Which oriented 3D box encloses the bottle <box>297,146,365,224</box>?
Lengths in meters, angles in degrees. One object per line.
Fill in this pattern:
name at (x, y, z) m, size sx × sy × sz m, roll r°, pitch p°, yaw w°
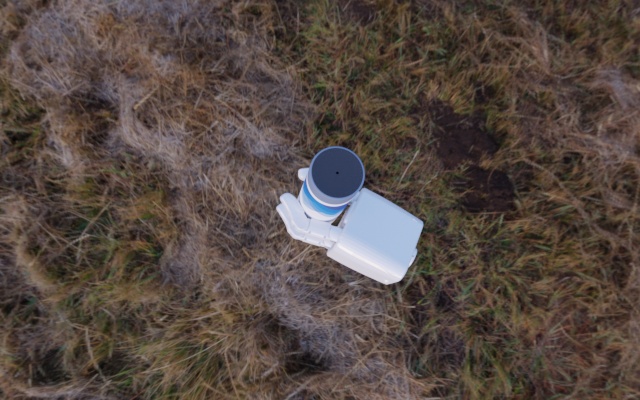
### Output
bottle at (0.000, 0.002, 0.703) m, size 0.069 × 0.069 × 0.296 m, roll 0°, pitch -14°, yaw -8°
